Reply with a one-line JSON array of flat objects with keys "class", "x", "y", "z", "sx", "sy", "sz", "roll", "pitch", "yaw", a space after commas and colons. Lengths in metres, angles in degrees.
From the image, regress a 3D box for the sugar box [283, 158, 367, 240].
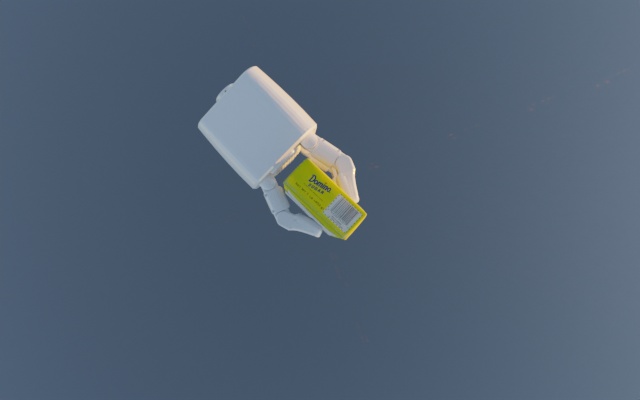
[{"class": "sugar box", "x": 0.000, "y": 0.001, "z": 0.600, "sx": 0.093, "sy": 0.048, "sz": 0.176, "roll": 44, "pitch": -2, "yaw": -2}]
